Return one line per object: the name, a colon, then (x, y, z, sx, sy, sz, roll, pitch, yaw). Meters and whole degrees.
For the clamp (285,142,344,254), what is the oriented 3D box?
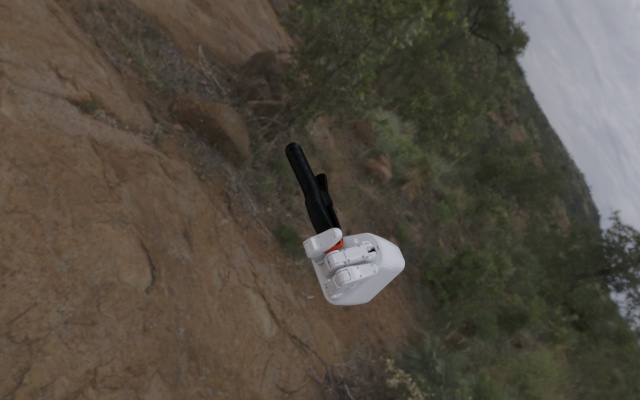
clamp: (0.001, 0.002, 0.724, 0.039, 0.171, 0.120, -26, -23, 19)
